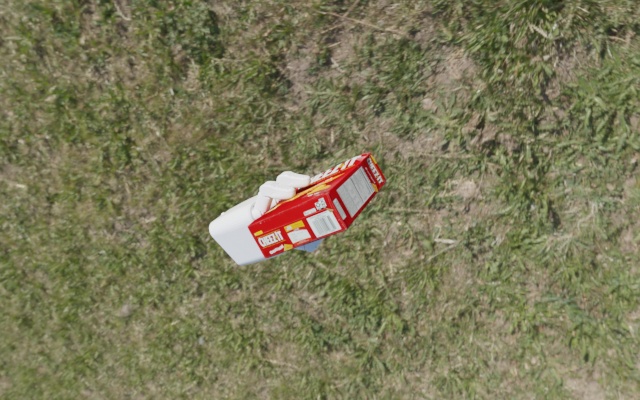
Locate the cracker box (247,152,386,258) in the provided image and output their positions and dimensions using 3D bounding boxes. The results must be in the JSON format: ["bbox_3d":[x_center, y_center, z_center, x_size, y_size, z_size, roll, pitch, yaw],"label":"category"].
[{"bbox_3d":[0.000,0.003,0.815,0.164,0.072,0.213,-23,11,31],"label":"cracker box"}]
